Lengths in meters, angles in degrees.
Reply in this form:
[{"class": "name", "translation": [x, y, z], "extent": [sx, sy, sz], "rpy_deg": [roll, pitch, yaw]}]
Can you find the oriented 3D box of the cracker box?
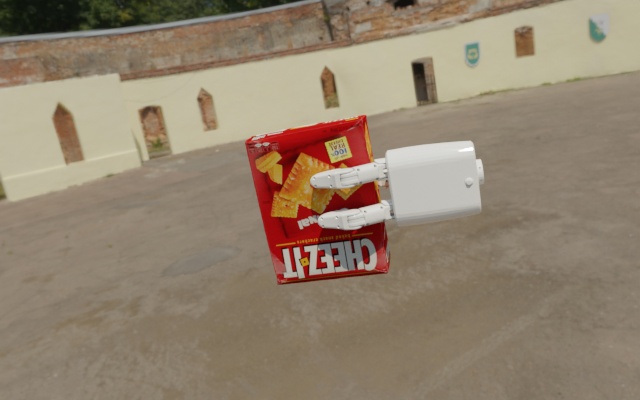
[{"class": "cracker box", "translation": [0.000, 0.002, 0.665], "extent": [0.164, 0.214, 0.072], "rpy_deg": [-8, 13, 13]}]
